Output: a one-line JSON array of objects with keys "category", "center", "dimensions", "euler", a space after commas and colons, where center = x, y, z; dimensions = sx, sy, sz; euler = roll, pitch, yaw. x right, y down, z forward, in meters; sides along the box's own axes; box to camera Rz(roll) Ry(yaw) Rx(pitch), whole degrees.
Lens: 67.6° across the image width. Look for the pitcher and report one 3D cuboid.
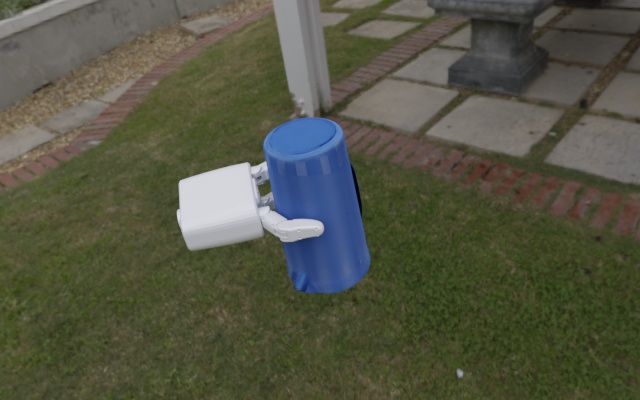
[{"category": "pitcher", "center": [0.000, 0.002, 0.700], "dimensions": [0.145, 0.243, 0.149], "euler": [-14, 36, -4]}]
